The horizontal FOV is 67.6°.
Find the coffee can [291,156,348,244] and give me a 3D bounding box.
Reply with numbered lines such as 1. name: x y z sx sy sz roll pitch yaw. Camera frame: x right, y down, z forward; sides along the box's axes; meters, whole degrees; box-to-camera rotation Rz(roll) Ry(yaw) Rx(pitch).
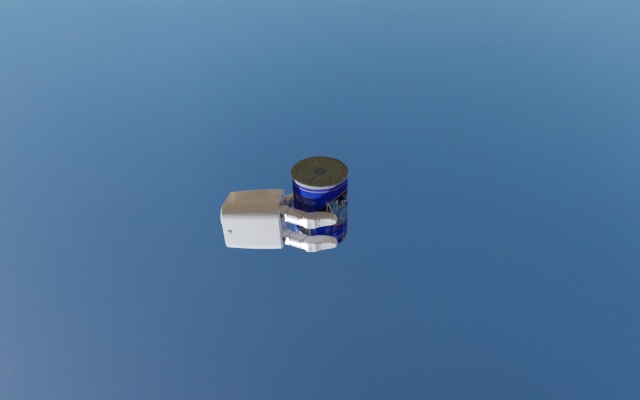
1. coffee can: 0.000 0.003 0.893 0.103 0.140 0.102 -1 36 1
